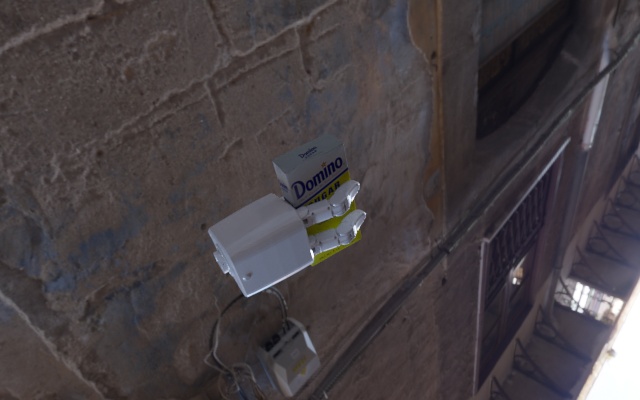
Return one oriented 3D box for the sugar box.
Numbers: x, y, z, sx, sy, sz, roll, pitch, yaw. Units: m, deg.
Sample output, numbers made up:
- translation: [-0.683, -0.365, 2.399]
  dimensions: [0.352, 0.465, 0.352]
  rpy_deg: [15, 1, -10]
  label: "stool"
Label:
- translation: [0.000, 0.003, 0.681]
  dimensions: [0.093, 0.176, 0.048]
  rpy_deg: [-29, 42, -17]
  label: "sugar box"
